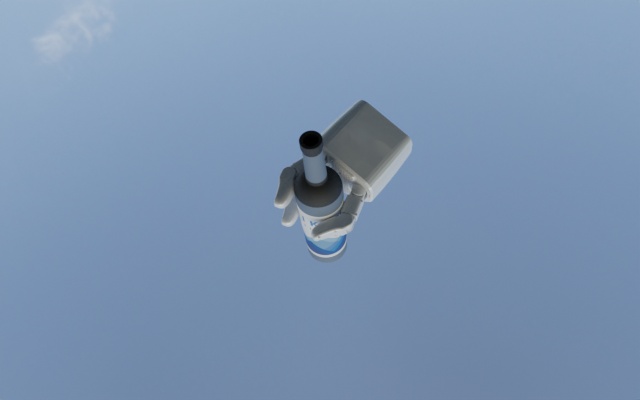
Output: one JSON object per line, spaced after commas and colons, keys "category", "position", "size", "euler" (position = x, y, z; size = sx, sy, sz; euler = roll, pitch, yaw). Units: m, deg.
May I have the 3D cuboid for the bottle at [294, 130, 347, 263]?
{"category": "bottle", "position": [0.000, 0.002, 0.672], "size": [0.069, 0.069, 0.296], "euler": [0, -29, 5]}
